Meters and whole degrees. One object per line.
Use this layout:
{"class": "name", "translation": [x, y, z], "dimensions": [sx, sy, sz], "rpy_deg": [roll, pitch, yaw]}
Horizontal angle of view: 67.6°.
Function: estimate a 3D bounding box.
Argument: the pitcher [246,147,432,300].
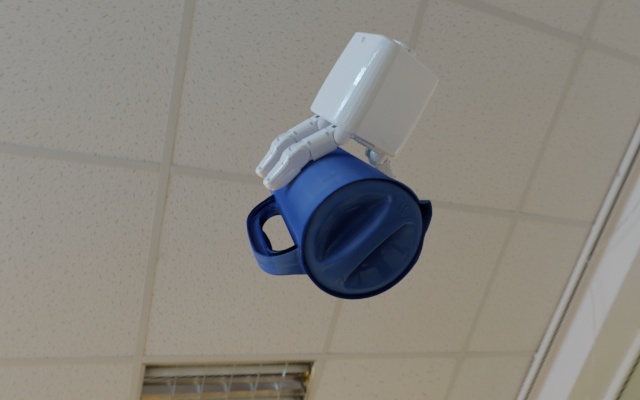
{"class": "pitcher", "translation": [0.000, 0.002, 0.563], "dimensions": [0.149, 0.145, 0.242], "rpy_deg": [25, 11, -26]}
